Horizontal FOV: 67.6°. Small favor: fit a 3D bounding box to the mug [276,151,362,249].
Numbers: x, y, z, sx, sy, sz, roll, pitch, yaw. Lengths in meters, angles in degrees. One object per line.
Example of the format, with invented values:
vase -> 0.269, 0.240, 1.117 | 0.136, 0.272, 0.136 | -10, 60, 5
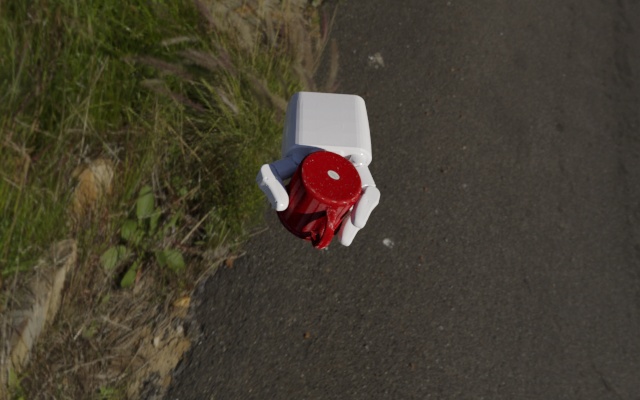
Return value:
mug -> 0.000, 0.003, 0.586 | 0.093, 0.117, 0.081 | 11, -37, -18
